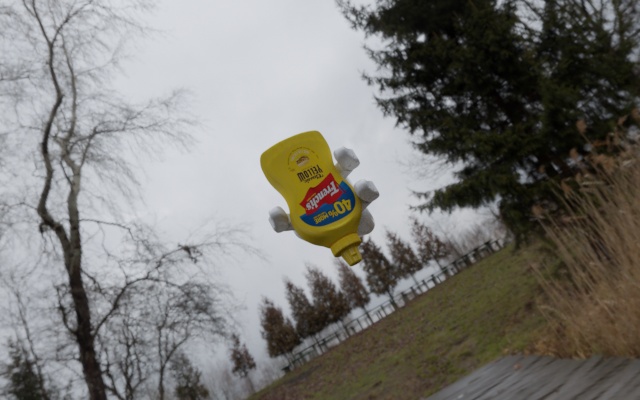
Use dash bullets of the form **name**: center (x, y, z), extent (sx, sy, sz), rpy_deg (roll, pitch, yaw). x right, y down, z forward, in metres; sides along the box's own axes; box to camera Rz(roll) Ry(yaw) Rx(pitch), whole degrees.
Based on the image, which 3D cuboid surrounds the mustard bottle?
- **mustard bottle**: center (0.000, 0.002, 0.639), extent (0.096, 0.191, 0.058), rpy_deg (-25, -19, -16)
